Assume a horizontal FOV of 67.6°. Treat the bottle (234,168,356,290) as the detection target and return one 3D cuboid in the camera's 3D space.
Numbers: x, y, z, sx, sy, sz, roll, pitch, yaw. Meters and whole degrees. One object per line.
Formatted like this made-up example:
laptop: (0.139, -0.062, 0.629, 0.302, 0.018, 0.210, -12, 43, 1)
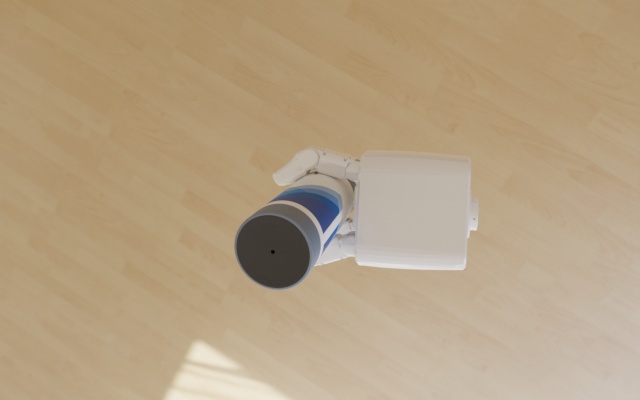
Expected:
bottle: (0.000, 0.002, 0.513, 0.069, 0.069, 0.295, 0, 15, 16)
